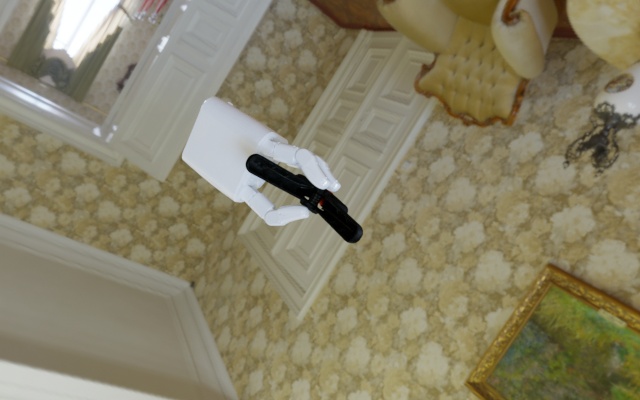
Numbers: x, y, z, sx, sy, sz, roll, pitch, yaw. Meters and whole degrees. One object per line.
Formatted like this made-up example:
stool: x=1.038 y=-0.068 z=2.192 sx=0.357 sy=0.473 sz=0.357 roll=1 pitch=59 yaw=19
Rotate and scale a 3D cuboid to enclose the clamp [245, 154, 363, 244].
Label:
clamp: x=0.000 y=0.003 z=0.646 sx=0.164 sy=0.036 sz=0.210 roll=37 pitch=6 yaw=13
